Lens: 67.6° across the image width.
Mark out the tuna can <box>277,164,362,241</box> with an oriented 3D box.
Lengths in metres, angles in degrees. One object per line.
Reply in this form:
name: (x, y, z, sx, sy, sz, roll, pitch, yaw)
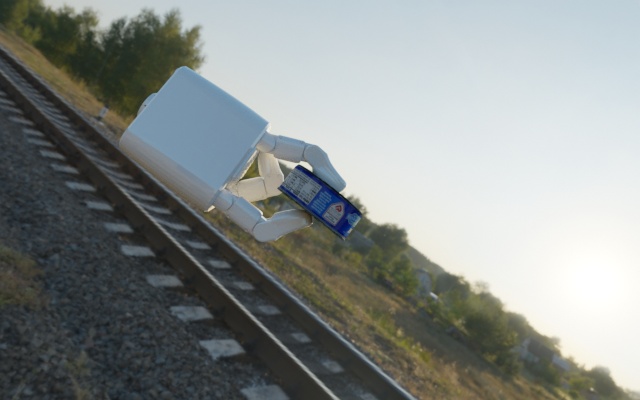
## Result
tuna can: (0.000, 0.001, 0.481, 0.086, 0.034, 0.086, 38, -2, 2)
